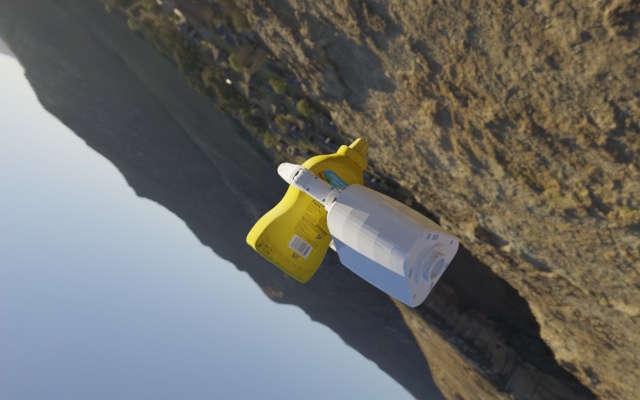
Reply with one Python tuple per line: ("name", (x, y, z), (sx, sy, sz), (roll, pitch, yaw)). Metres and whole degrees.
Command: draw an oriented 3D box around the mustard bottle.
("mustard bottle", (0.000, 0.002, 0.600), (0.096, 0.191, 0.058), (40, -8, -29))
